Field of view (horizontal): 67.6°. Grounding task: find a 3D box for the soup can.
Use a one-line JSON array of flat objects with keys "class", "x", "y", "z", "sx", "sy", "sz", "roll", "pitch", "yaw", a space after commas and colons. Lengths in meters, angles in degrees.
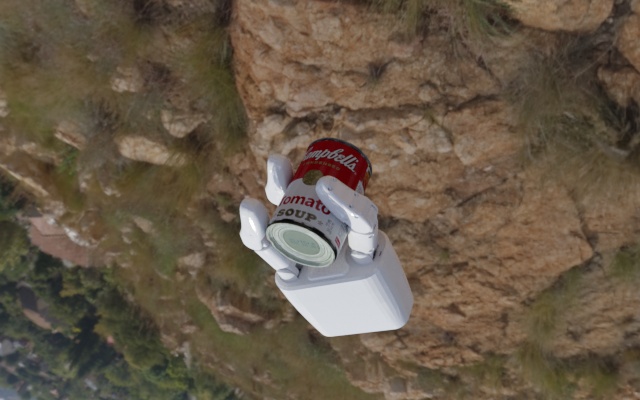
[{"class": "soup can", "x": 0.000, "y": 0.001, "z": 0.438, "sx": 0.068, "sy": 0.102, "sz": 0.069, "roll": 17, "pitch": -34, "yaw": 12}]
